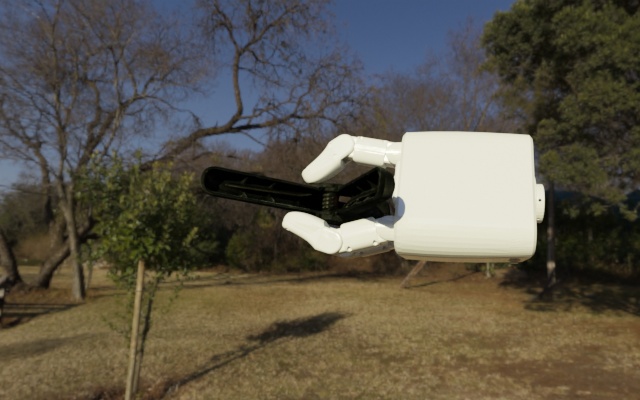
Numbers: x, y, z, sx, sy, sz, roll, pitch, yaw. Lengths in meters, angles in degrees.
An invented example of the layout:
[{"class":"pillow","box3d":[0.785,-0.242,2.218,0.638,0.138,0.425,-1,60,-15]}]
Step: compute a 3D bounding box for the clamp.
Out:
[{"class":"clamp","box3d":[0.001,0.001,0.453,0.164,0.036,0.210,4,-9,17]}]
